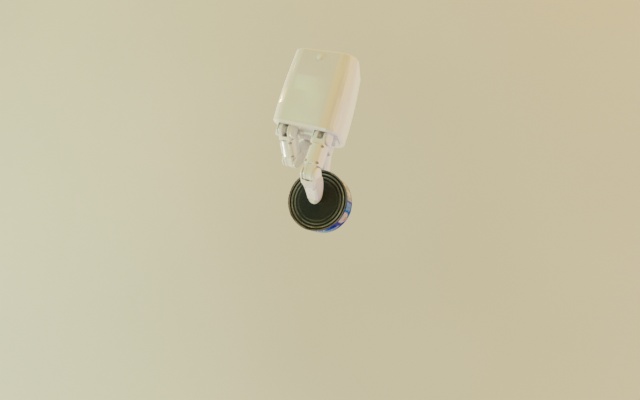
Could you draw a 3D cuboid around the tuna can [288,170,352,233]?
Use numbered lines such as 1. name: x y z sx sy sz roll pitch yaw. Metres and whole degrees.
1. tuna can: 0.000 0.002 0.669 0.086 0.086 0.034 0 -11 19
